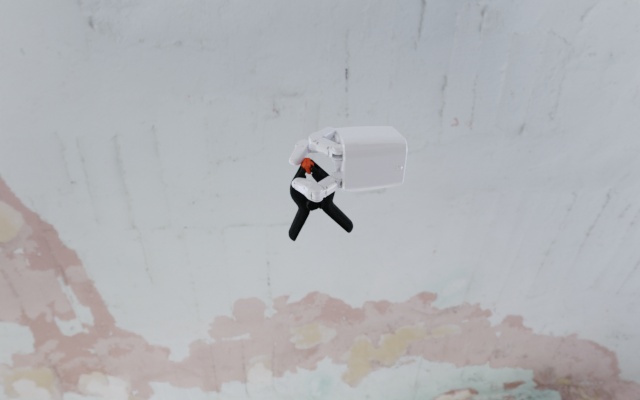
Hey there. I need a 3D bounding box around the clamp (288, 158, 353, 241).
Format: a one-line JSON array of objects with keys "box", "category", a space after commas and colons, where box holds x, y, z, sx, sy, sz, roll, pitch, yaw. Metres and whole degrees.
[{"box": [0.000, 0.002, 0.847, 0.120, 0.172, 0.039, -6, 39, -7], "category": "clamp"}]
